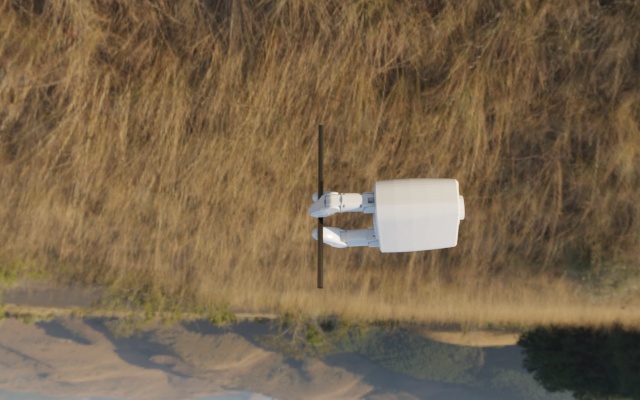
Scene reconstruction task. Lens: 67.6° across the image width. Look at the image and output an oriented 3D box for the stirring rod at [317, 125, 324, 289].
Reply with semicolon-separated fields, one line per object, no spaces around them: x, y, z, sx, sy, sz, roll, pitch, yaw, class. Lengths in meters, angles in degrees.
0.000;0.002;0.668;0.011;0.239;0.011;0;-20;0;stirring rod
